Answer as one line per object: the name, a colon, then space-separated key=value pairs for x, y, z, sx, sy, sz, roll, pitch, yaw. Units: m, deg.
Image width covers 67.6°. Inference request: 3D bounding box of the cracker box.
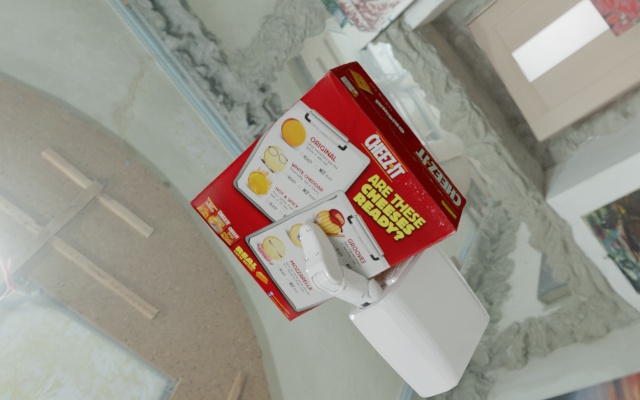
cracker box: x=0.000 y=0.002 z=0.456 sx=0.214 sy=0.164 sz=0.072 roll=-36 pitch=5 yaw=34
